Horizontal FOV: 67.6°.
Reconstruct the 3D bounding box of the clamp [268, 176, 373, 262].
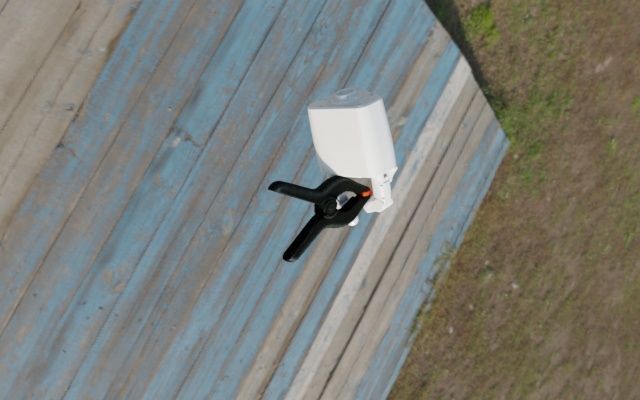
[{"bbox_3d":[0.001,0.002,0.699,0.171,0.120,0.039,-31,31,-28],"label":"clamp"}]
